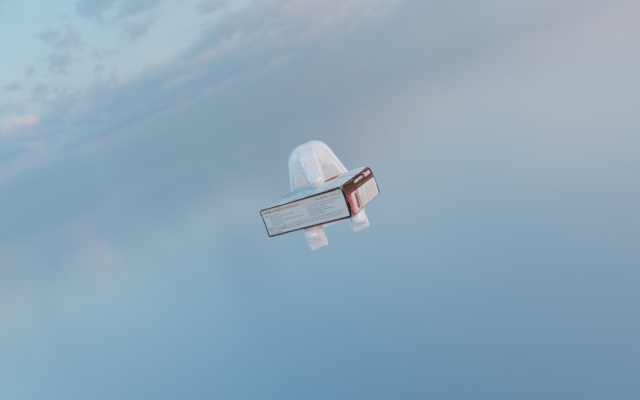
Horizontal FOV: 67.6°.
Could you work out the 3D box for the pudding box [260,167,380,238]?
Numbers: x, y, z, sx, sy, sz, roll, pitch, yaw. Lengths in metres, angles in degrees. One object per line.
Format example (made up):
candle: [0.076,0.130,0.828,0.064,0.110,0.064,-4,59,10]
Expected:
pudding box: [0.000,0.002,0.550,0.113,0.039,0.090,-18,10,30]
